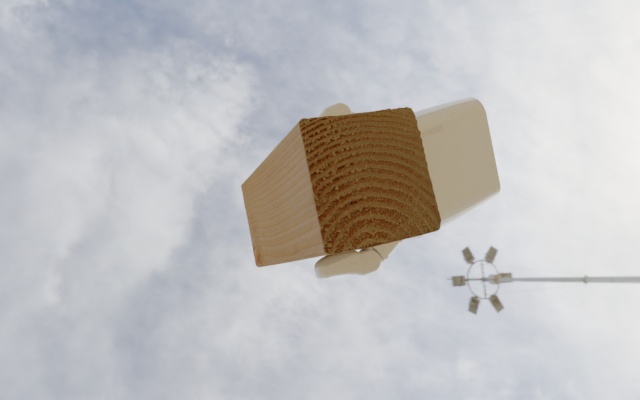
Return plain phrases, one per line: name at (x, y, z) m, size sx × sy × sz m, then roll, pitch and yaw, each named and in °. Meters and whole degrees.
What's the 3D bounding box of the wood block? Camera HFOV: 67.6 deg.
wood block at (0.000, 0.002, 0.409) m, size 0.090 × 0.091 × 0.206 m, roll -10°, pitch -6°, yaw -21°
